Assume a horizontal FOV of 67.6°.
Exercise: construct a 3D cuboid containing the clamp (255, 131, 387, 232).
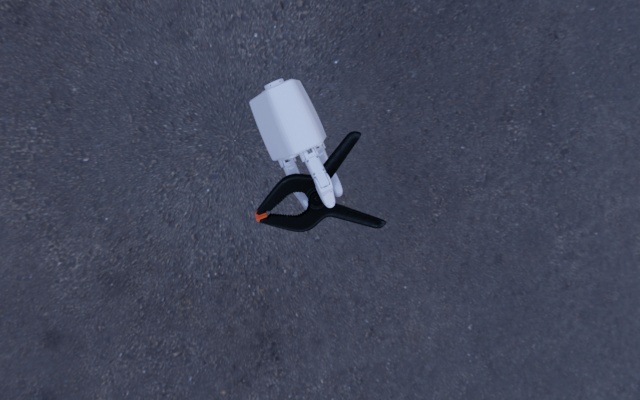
[{"bbox_3d":[0.000,0.003,0.770,0.210,0.164,0.036,-25,9,-6],"label":"clamp"}]
